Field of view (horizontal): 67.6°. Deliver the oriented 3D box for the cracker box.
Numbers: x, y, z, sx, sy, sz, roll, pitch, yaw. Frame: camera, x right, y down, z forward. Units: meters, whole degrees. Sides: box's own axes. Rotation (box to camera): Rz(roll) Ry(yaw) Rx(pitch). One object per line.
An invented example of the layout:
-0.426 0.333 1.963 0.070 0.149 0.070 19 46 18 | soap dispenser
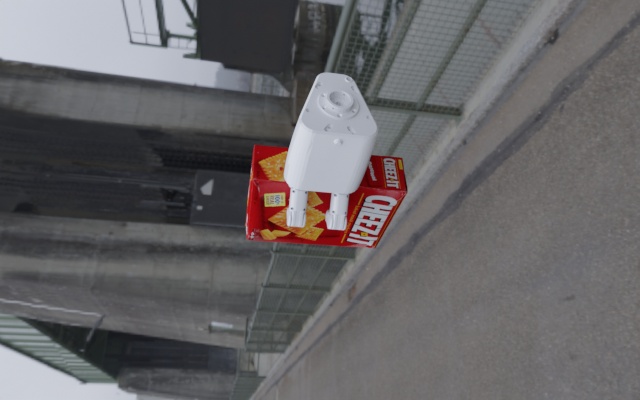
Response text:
0.000 0.002 0.711 0.214 0.072 0.164 5 -35 -10 | cracker box
